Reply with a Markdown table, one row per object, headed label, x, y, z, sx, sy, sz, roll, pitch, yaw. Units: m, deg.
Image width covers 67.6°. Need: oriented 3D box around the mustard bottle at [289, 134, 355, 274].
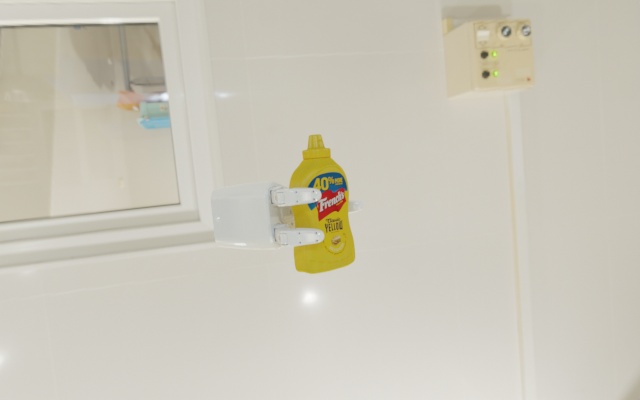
| label | x | y | z | sx | sy | sz | roll | pitch | yaw |
| --- | --- | --- | --- | --- | --- | --- | --- | --- | --- |
| mustard bottle | 0.000 | 0.002 | 0.683 | 0.096 | 0.191 | 0.058 | -9 | 5 | -39 |
